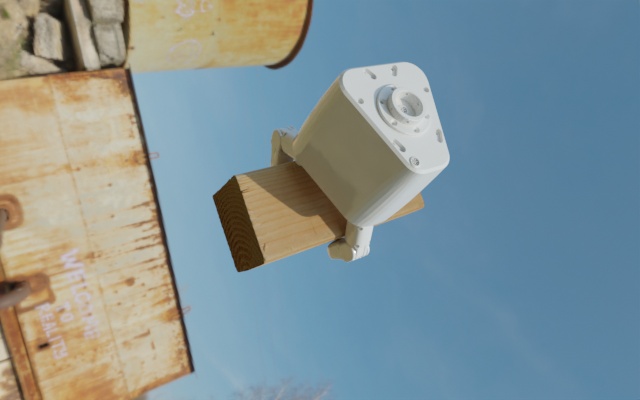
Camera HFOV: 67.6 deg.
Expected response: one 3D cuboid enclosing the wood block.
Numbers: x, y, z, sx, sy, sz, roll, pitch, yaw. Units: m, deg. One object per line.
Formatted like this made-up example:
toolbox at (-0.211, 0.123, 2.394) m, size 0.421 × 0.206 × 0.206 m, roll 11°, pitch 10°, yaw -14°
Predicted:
wood block at (0.000, 0.002, 0.531) m, size 0.206 × 0.091 × 0.090 m, roll -16°, pitch -6°, yaw -30°
